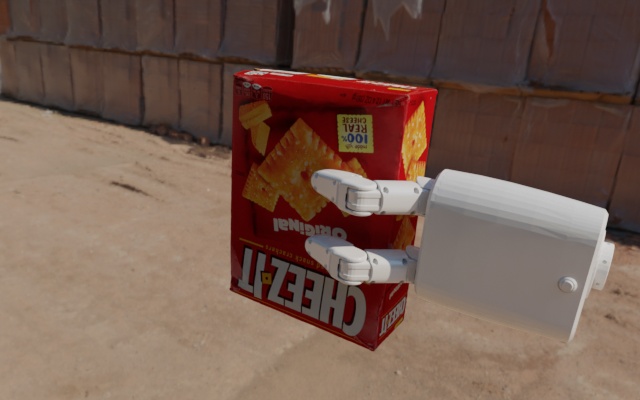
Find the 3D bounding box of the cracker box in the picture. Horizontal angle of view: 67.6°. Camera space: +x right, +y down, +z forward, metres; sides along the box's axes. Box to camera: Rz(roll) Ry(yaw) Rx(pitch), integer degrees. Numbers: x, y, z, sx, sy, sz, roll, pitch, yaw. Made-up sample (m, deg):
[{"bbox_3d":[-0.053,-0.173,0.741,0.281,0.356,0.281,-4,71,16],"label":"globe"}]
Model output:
[{"bbox_3d":[0.000,0.001,0.420,0.164,0.214,0.072,16,21,29],"label":"cracker box"}]
